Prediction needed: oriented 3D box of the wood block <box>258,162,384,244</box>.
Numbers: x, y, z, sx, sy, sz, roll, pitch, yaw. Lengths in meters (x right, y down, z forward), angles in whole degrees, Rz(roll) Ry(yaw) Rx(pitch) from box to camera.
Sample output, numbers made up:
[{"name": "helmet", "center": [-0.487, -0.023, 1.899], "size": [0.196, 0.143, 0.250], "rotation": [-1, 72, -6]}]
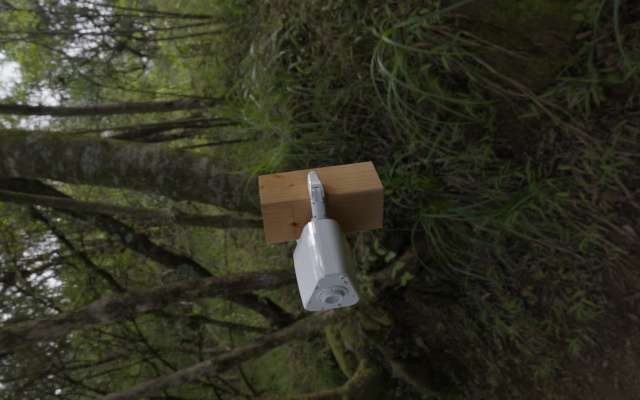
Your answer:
[{"name": "wood block", "center": [0.000, 0.003, 0.843], "size": [0.206, 0.091, 0.090], "rotation": [-8, 38, -6]}]
